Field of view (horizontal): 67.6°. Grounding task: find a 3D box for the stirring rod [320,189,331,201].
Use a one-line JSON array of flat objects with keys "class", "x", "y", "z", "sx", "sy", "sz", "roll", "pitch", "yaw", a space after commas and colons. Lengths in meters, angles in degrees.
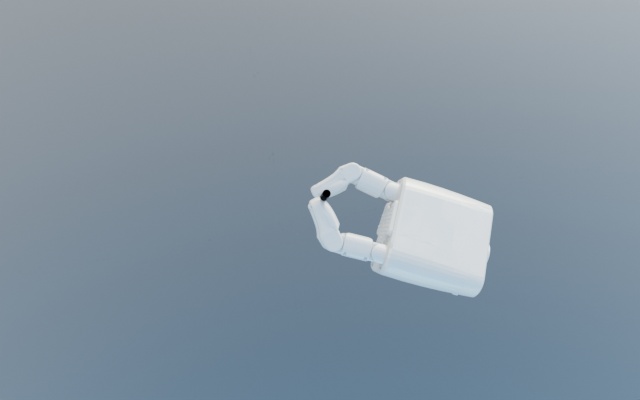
[{"class": "stirring rod", "x": 0.000, "y": 0.002, "z": 0.572, "sx": 0.011, "sy": 0.011, "sz": 0.239, "roll": 0, "pitch": -4, "yaw": -3}]
